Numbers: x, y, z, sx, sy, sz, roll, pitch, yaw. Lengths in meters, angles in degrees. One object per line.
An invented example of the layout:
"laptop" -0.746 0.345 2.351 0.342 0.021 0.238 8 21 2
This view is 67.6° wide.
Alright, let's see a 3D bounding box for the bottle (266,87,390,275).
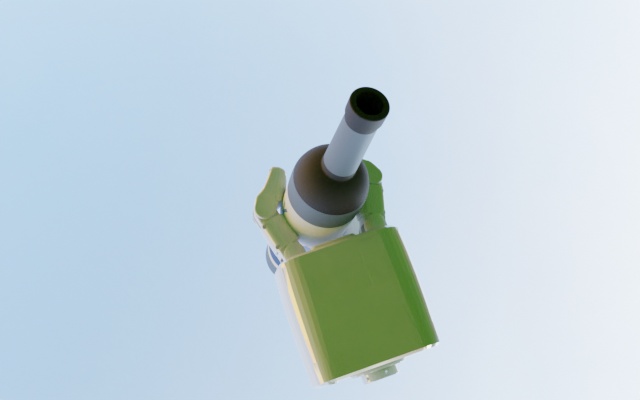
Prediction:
"bottle" 0.000 0.001 0.434 0.069 0.069 0.296 0 -26 -14
